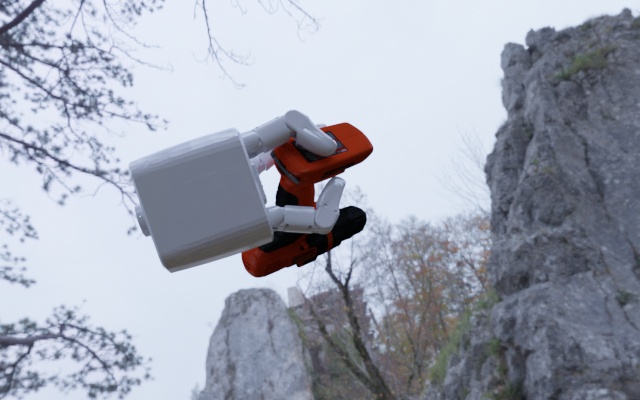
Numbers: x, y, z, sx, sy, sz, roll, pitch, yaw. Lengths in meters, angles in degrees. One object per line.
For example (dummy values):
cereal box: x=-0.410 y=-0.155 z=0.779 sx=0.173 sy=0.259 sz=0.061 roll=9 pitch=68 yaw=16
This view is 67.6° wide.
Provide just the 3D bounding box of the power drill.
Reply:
power drill: x=0.000 y=0.002 z=0.560 sx=0.184 sy=0.188 sz=0.057 roll=-22 pitch=54 yaw=-33
